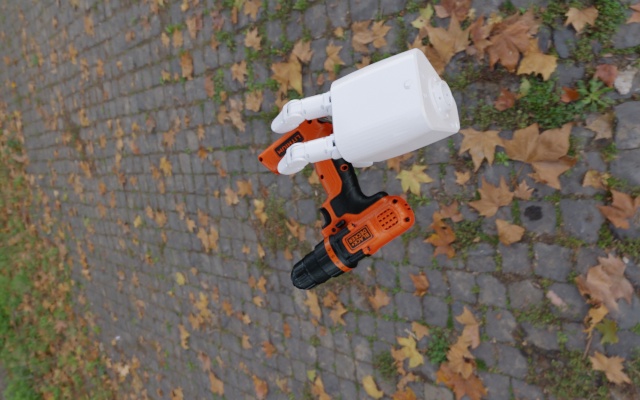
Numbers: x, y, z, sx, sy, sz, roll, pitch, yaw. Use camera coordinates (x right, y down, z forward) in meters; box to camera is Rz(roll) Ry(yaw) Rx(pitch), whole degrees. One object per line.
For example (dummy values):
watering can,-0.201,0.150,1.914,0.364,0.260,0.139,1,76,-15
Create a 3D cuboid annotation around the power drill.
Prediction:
power drill,0.000,0.001,0.612,0.184,0.187,0.057,-35,-8,19
